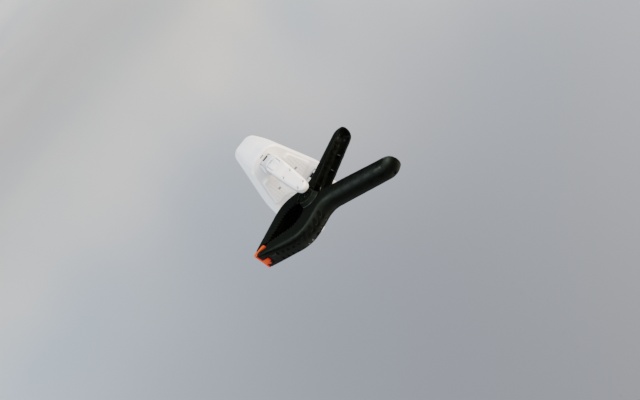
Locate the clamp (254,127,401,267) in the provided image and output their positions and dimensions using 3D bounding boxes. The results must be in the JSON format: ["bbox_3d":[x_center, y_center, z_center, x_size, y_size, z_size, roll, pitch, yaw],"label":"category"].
[{"bbox_3d":[-0.001,0.002,0.588,0.036,0.210,0.164,41,-3,-27],"label":"clamp"}]
